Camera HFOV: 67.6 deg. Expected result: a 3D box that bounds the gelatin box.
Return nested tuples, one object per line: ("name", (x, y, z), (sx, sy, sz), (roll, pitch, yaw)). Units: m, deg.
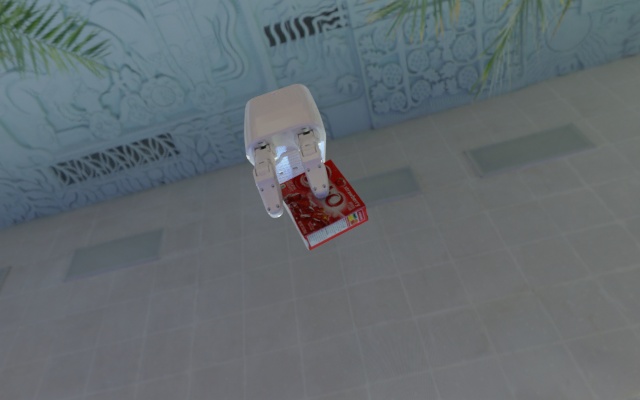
("gelatin box", (0.000, 0.002, 0.526), (0.073, 0.030, 0.089), (-26, 47, -7))
